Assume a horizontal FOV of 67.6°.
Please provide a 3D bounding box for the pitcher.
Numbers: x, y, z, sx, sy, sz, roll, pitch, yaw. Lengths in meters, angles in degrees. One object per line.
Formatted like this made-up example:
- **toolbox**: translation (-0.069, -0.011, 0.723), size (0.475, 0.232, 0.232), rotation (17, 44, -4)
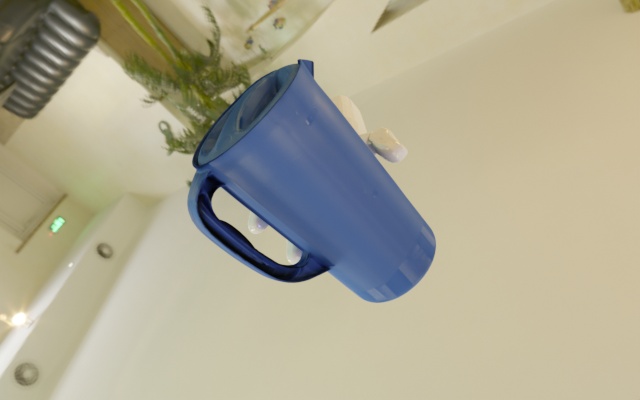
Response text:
- **pitcher**: translation (0.000, 0.001, 0.466), size (0.149, 0.243, 0.145), rotation (-36, 27, 19)
